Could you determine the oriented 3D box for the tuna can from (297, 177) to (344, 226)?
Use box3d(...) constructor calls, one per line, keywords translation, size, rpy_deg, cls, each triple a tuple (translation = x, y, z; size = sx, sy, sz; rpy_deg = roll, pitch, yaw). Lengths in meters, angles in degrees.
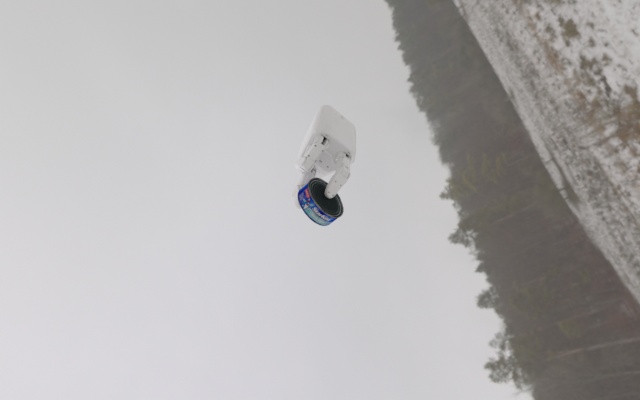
box3d(translation=(0.000, 0.003, 0.857), size=(0.034, 0.086, 0.086), rpy_deg=(-39, -21, 29), cls="tuna can")
